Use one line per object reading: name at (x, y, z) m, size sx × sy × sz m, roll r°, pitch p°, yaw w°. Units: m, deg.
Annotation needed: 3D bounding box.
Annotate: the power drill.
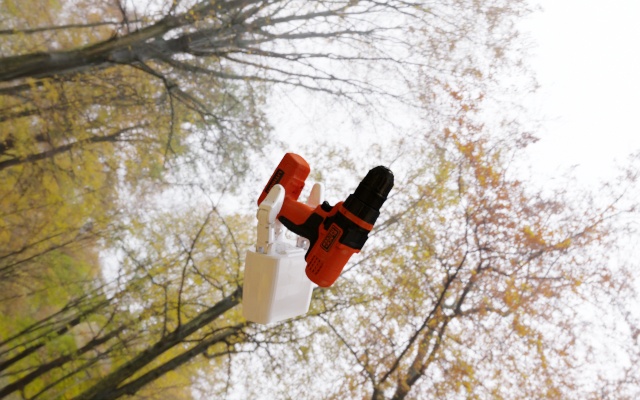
power drill at (0.000, 0.002, 0.682) m, size 0.057 × 0.184 × 0.187 m, roll 26°, pitch 10°, yaw -47°
